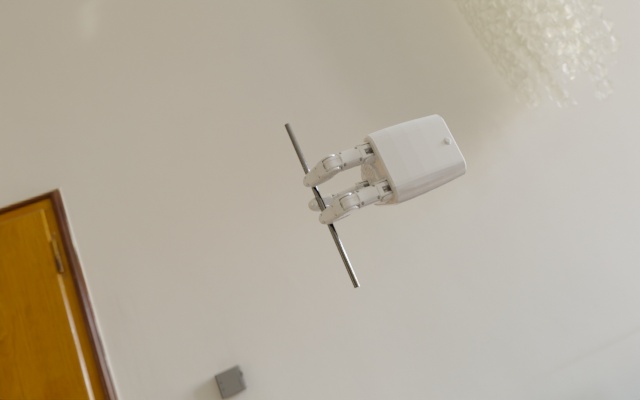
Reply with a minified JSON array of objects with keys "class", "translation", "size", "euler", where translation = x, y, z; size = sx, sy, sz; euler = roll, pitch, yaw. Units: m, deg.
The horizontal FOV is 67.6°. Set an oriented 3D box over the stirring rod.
[{"class":"stirring rod","translation":[0.000,0.002,0.629],"size":[0.011,0.239,0.011],"euler":[-22,-14,-6]}]
